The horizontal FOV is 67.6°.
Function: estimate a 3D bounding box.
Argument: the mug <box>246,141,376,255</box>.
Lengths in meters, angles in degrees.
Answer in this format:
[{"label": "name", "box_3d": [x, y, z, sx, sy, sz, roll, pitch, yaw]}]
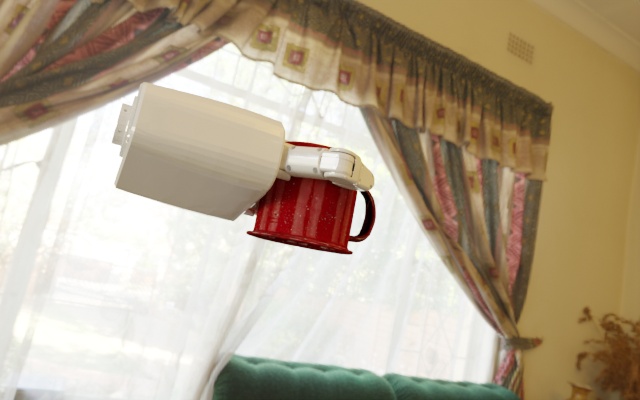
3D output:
[{"label": "mug", "box_3d": [0.001, 0.002, 0.419, 0.117, 0.081, 0.093, 15, -9, -25]}]
